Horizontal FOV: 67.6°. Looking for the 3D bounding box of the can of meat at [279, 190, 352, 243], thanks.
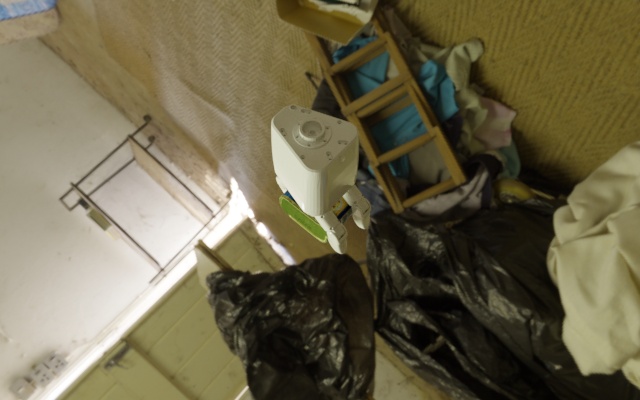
[{"bbox_3d":[0.000,0.003,0.729,0.102,0.084,0.057,37,-24,15],"label":"can of meat"}]
